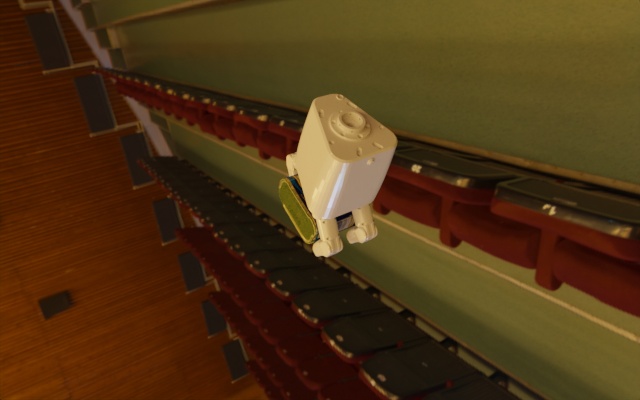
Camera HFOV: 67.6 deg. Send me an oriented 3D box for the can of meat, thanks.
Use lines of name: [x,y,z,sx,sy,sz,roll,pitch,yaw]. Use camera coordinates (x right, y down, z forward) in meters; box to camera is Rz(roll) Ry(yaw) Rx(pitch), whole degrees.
can of meat: [0.000,0.002,0.668,0.084,0.102,0.057,-20,-27,-27]
